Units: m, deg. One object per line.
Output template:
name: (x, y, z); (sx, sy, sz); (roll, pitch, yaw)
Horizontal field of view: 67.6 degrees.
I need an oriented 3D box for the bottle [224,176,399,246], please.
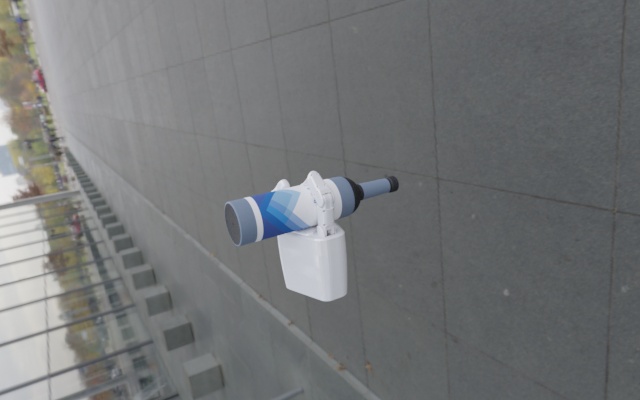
bottle: (0.000, 0.002, 0.753); (0.295, 0.069, 0.069); (-14, 7, -28)
